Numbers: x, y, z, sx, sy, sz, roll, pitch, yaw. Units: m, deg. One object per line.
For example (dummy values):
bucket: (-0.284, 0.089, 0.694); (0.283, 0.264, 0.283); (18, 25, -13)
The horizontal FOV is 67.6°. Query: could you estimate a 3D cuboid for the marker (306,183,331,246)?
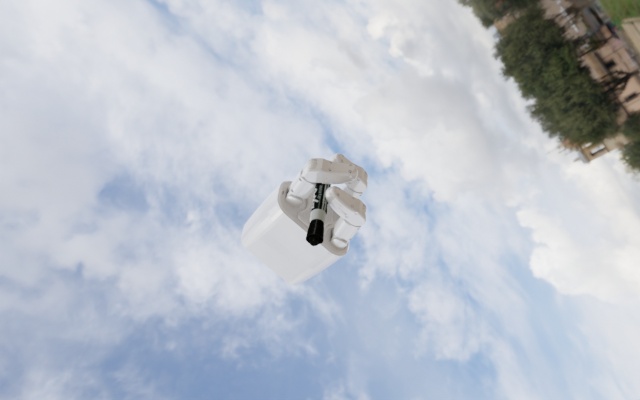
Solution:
marker: (0.000, 0.002, 0.539); (0.020, 0.121, 0.020); (5, -43, 4)
